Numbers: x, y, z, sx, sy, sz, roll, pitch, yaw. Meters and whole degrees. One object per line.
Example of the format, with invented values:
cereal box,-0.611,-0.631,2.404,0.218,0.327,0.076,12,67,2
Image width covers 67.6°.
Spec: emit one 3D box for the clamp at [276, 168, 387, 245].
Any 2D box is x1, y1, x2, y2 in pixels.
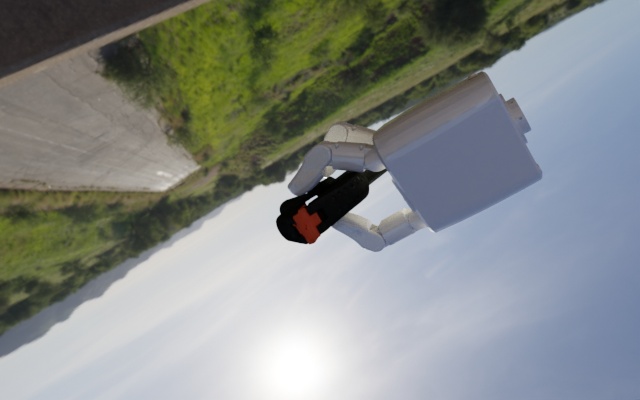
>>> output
clamp,0.001,0.002,0.476,0.164,0.036,0.210,-29,6,23
